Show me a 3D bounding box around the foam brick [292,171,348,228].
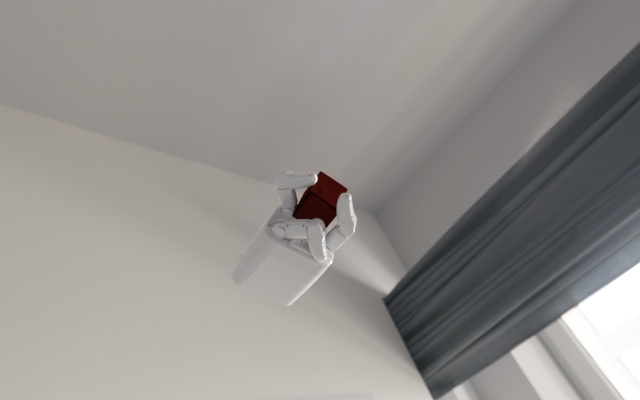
[{"bbox_3d":[0.000,0.002,0.700,0.053,0.051,0.078,35,27,-5],"label":"foam brick"}]
